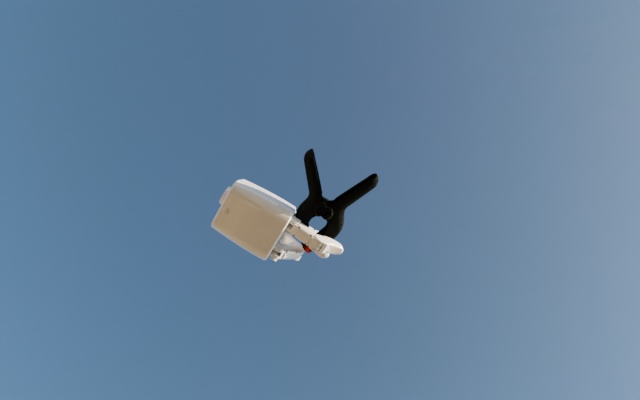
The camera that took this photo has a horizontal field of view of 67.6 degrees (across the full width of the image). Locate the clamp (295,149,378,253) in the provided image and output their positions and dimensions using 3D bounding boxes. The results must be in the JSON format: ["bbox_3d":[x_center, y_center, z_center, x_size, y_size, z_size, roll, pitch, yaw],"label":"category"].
[{"bbox_3d":[0.000,0.002,0.761,0.120,0.171,0.039,31,19,-3],"label":"clamp"}]
